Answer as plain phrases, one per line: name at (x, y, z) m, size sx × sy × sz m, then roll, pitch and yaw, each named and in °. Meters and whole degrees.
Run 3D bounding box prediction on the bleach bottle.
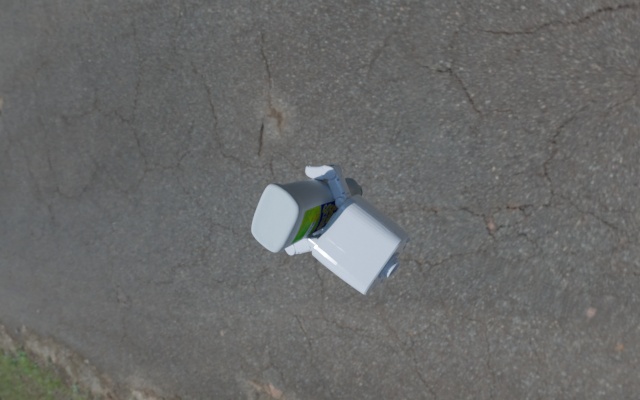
bleach bottle at (0.000, 0.003, 0.774) m, size 0.068 × 0.103 × 0.251 m, roll 38°, pitch 30°, yaw 21°
